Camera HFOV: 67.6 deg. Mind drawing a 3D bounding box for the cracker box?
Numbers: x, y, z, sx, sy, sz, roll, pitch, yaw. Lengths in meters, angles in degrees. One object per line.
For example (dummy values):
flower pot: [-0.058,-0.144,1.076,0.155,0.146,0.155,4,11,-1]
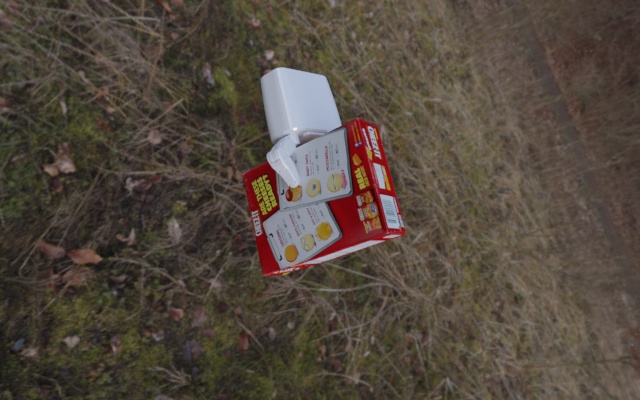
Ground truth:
cracker box: [0.000,0.002,0.687,0.214,0.164,0.072,-23,-17,31]
